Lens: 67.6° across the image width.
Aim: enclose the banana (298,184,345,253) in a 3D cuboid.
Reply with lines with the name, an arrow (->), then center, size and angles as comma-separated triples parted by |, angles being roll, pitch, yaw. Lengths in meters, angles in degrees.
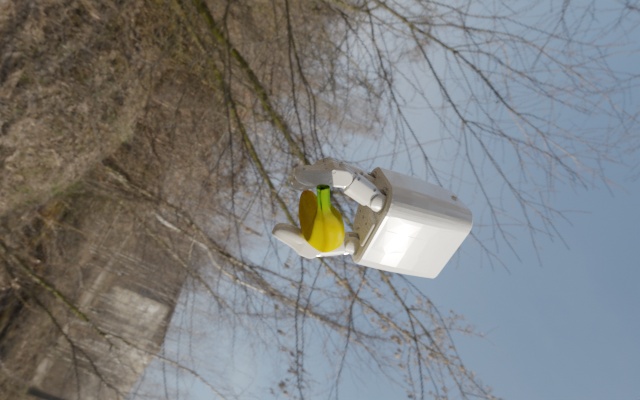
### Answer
banana -> 0.000, 0.020, 0.525 | 0.037, 0.069, 0.198 | 1, -1, -8
